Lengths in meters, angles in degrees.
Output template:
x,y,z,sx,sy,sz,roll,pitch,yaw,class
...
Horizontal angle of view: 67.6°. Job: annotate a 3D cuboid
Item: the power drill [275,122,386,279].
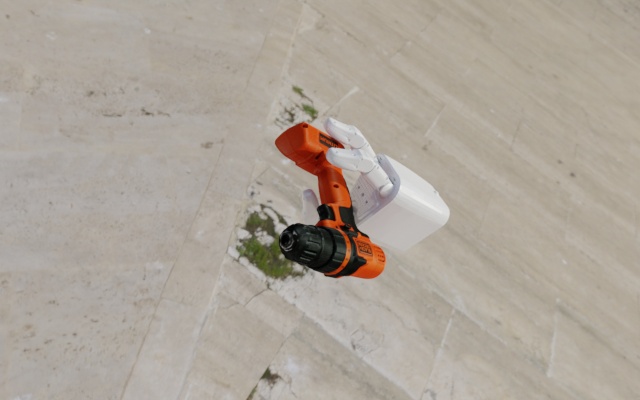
x,y,z,sx,sy,sz,roll,pitch,yaw,class
0.000,0.002,0.575,0.057,0.187,0.184,-27,-28,25,power drill
